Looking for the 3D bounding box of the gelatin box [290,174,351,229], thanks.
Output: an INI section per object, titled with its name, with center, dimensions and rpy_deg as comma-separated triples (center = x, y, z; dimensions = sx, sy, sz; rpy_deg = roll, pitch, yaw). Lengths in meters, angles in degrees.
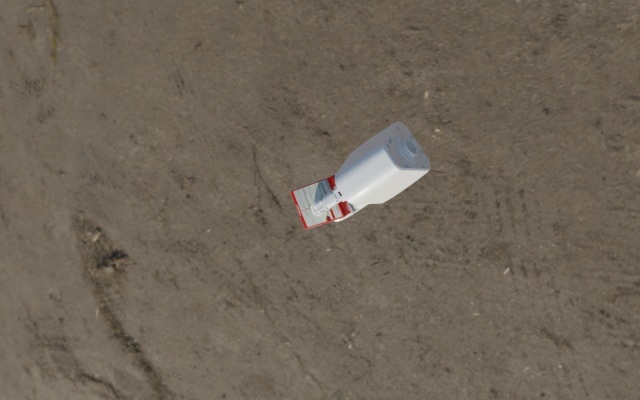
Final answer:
[gelatin box]
center = 0.000, 0.003, 0.830
dimensions = 0.089, 0.073, 0.030
rpy_deg = -19, 6, 34
